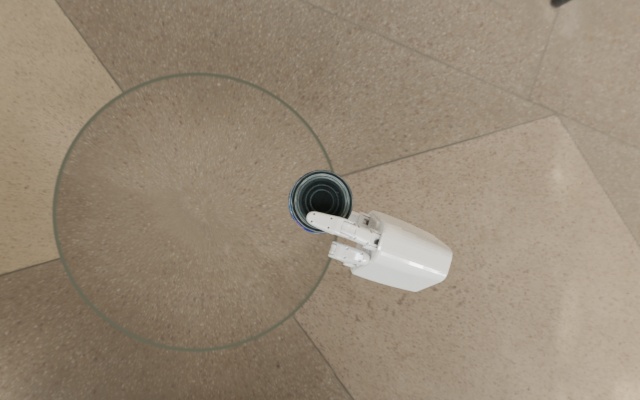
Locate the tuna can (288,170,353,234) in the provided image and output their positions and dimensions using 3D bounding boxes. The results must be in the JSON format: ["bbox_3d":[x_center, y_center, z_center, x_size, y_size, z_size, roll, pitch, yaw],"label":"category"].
[{"bbox_3d":[0.000,0.002,0.641,0.086,0.086,0.034,0,-3,-8],"label":"tuna can"}]
